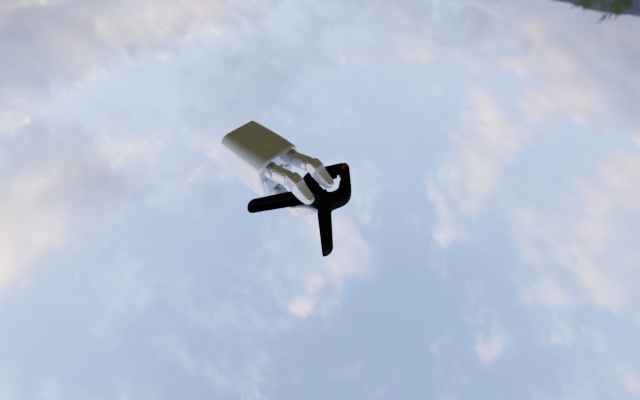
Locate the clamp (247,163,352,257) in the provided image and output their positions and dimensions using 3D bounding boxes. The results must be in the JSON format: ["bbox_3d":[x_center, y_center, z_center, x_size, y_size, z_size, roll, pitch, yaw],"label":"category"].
[{"bbox_3d":[0.000,0.003,0.838,0.164,0.036,0.210,36,50,20],"label":"clamp"}]
